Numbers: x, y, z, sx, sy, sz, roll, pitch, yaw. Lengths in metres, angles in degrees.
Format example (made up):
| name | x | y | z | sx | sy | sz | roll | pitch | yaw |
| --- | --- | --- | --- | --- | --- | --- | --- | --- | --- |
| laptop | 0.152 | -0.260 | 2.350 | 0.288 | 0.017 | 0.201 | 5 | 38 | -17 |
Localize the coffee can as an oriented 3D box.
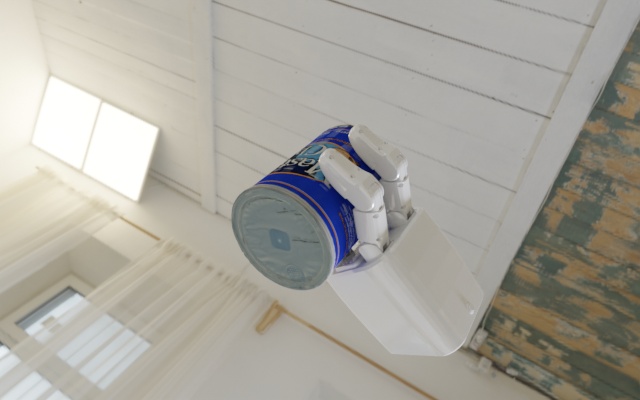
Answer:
| name | x | y | z | sx | sy | sz | roll | pitch | yaw |
| --- | --- | --- | --- | --- | --- | --- | --- | --- | --- |
| coffee can | 0.000 | 0.001 | 0.450 | 0.103 | 0.103 | 0.140 | 0 | 28 | 35 |
